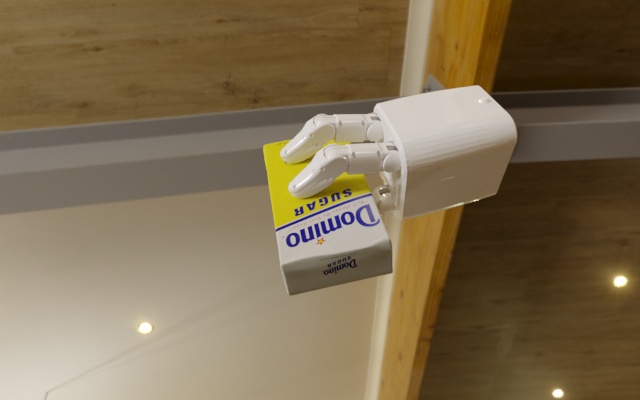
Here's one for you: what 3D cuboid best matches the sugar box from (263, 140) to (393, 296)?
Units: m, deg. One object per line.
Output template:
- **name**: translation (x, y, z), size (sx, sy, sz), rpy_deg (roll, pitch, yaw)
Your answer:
- **sugar box**: translation (0.000, 0.001, 0.452), size (0.093, 0.048, 0.176), rpy_deg (-12, 38, -3)
